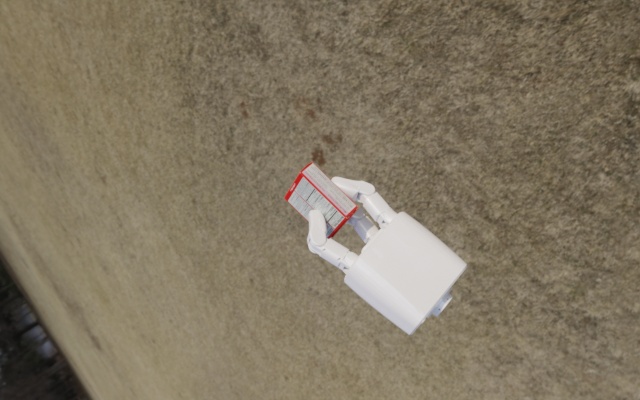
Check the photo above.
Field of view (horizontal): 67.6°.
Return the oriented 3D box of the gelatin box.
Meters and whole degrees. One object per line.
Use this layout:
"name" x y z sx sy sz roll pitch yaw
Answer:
"gelatin box" 0.000 0.002 0.645 0.030 0.089 0.073 -43 -6 -34
